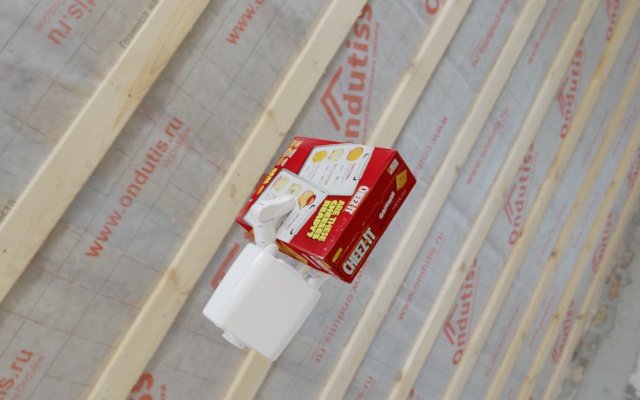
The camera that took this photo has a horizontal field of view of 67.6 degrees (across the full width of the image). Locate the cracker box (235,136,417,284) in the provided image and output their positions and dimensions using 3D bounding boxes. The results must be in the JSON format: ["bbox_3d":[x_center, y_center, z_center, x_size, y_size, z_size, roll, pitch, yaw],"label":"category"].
[{"bbox_3d":[0.000,0.002,0.652,0.213,0.164,0.072,17,-23,50],"label":"cracker box"}]
